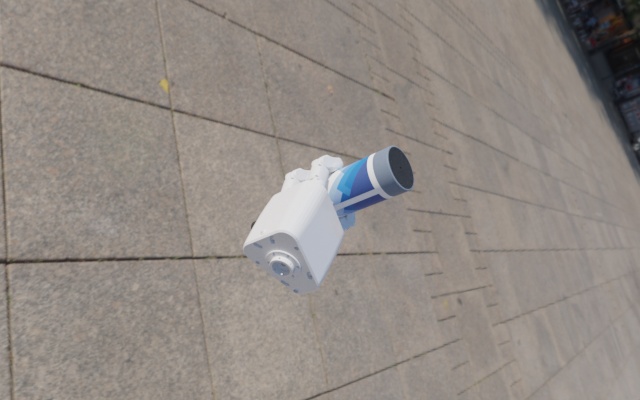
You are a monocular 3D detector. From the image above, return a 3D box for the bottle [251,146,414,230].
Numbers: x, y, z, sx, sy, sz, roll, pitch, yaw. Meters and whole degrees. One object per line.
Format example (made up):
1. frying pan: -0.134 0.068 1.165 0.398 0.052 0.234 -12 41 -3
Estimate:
1. bottle: 0.000 0.002 0.737 0.296 0.069 0.069 -23 -14 36
